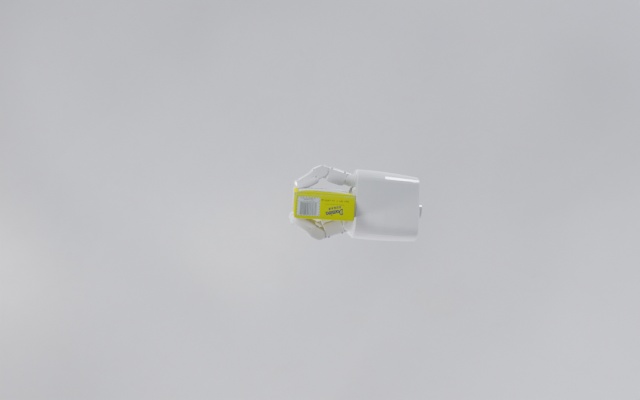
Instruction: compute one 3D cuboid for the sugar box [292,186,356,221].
[{"bbox_3d":[0.000,0.003,0.790,0.093,0.048,0.176,5,2,-4],"label":"sugar box"}]
